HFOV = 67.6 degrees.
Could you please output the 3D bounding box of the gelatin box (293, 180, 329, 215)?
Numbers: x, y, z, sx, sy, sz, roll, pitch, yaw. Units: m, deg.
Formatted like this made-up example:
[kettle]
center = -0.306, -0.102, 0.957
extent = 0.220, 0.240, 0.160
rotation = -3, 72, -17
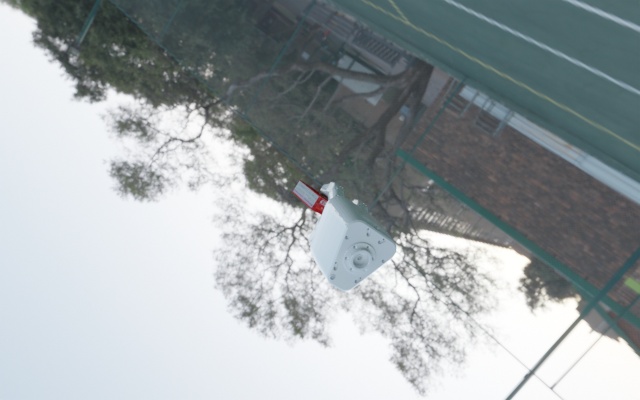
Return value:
[gelatin box]
center = 0.000, 0.003, 0.855
extent = 0.073, 0.030, 0.089
rotation = 29, 5, -34
